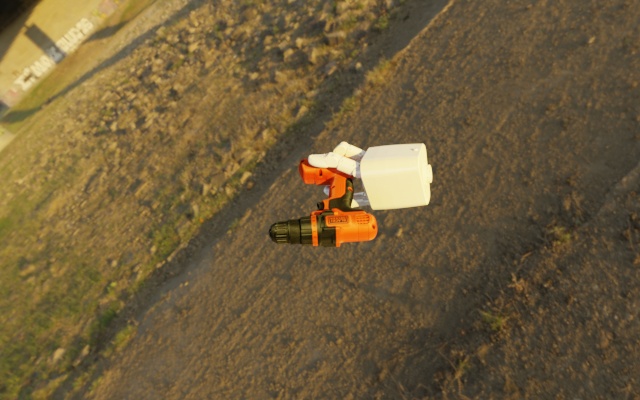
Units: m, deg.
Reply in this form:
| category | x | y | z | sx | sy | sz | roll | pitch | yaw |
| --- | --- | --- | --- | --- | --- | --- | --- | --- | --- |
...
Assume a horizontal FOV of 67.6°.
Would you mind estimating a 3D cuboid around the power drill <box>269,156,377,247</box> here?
| category | x | y | z | sx | sy | sz | roll | pitch | yaw |
| --- | --- | --- | --- | --- | --- | --- | --- | --- | --- |
| power drill | 0.000 | 0.002 | 0.862 | 0.184 | 0.187 | 0.057 | -2 | -42 | -2 |
